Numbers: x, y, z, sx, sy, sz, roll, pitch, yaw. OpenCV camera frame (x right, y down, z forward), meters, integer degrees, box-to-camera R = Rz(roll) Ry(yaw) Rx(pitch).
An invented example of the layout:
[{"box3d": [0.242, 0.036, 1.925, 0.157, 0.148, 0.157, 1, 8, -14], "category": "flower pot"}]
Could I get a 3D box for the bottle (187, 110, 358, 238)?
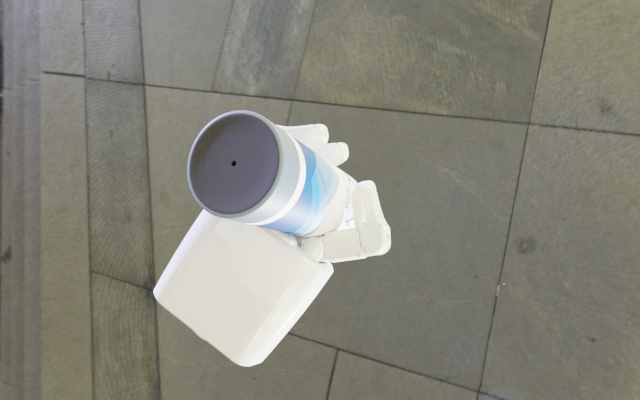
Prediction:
[{"box3d": [0.000, 0.001, 0.419, 0.069, 0.069, 0.296, 0, -9, 21], "category": "bottle"}]
